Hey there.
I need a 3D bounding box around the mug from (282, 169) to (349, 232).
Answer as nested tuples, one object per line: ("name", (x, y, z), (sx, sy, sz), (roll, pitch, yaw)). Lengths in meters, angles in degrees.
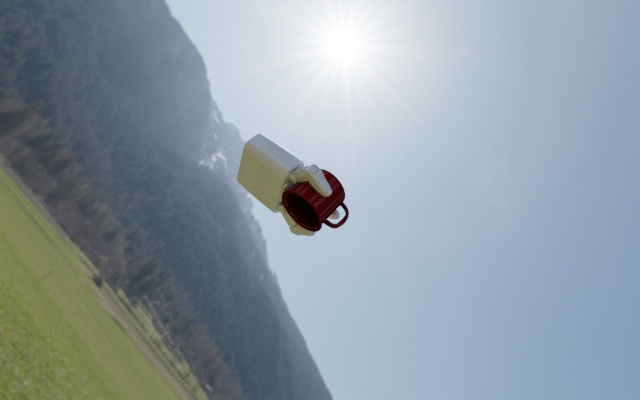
("mug", (0.001, 0.003, 0.860), (0.117, 0.081, 0.093), (37, -31, 16))
